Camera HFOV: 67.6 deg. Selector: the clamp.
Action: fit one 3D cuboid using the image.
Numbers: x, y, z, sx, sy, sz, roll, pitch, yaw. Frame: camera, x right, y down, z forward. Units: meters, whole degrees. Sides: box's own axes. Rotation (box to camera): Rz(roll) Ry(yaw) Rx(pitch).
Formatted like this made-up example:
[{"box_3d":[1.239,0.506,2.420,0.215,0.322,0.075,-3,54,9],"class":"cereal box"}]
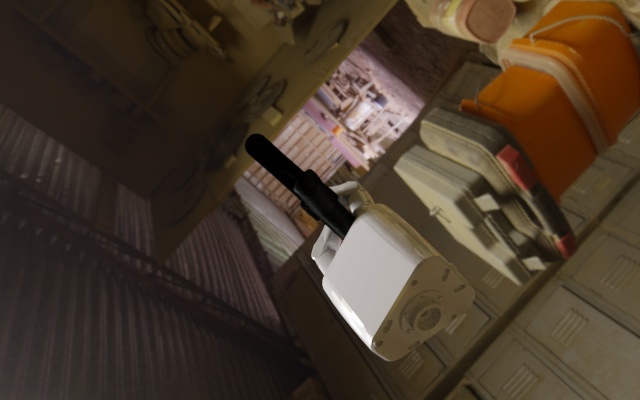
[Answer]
[{"box_3d":[0.000,0.002,0.494,0.171,0.039,0.120,41,3,-34],"class":"clamp"}]
